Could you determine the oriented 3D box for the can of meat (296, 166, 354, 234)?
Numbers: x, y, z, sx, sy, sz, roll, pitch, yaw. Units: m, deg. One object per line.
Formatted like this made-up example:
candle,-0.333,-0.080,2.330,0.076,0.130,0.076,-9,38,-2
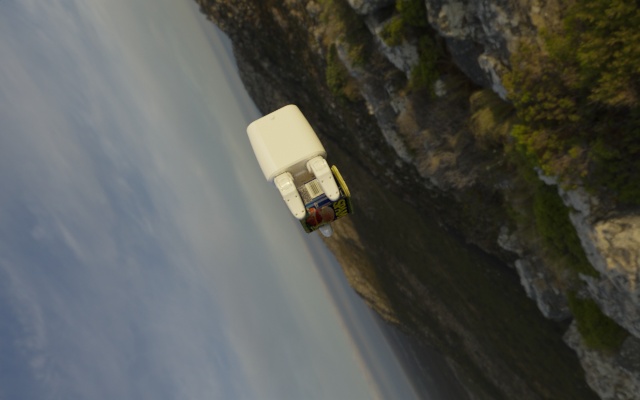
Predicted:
can of meat,0.000,0.003,0.735,0.084,0.057,0.102,-26,-22,-3
